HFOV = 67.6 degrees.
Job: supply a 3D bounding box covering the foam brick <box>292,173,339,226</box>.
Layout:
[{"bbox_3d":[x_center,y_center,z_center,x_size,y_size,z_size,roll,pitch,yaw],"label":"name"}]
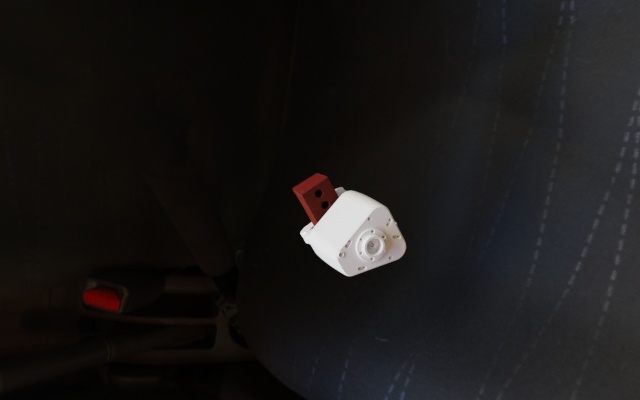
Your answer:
[{"bbox_3d":[0.000,0.002,0.777,0.053,0.078,0.051,-34,20,-10],"label":"foam brick"}]
